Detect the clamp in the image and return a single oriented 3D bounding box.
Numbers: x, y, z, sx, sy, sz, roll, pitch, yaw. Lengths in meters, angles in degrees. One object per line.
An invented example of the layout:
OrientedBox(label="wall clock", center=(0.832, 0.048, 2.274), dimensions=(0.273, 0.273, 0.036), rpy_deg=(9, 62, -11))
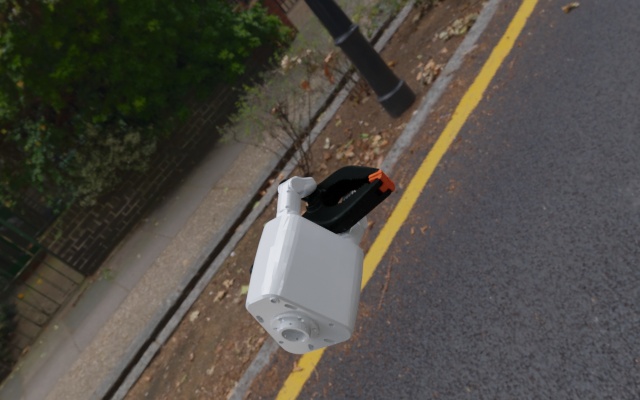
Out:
OrientedBox(label="clamp", center=(0.000, 0.001, 0.603), dimensions=(0.210, 0.164, 0.036), rpy_deg=(-28, -53, 32))
